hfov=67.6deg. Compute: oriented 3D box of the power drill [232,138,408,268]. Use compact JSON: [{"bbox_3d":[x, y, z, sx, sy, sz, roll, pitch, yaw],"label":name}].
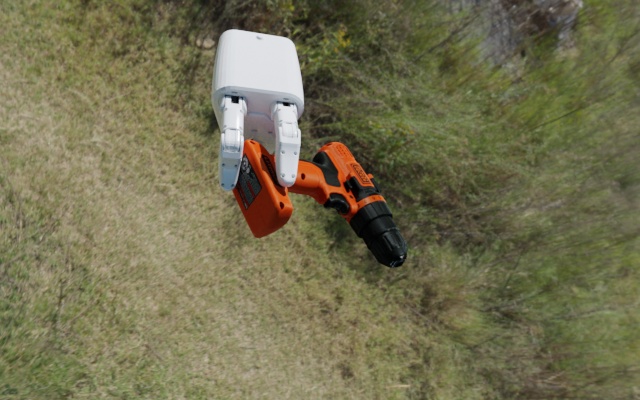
[{"bbox_3d":[0.000,0.002,0.539,0.187,0.184,0.057,4,-45,-44],"label":"power drill"}]
